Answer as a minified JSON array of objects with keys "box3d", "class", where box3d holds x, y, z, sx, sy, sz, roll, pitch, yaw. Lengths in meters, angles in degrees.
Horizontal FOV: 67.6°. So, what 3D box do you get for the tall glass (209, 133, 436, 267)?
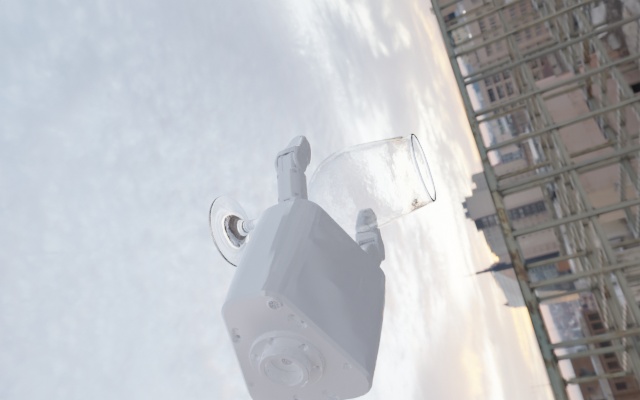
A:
[{"box3d":[-0.001,0.002,0.441,0.201,0.079,0.079,-19,-7,21],"class":"tall glass"}]
